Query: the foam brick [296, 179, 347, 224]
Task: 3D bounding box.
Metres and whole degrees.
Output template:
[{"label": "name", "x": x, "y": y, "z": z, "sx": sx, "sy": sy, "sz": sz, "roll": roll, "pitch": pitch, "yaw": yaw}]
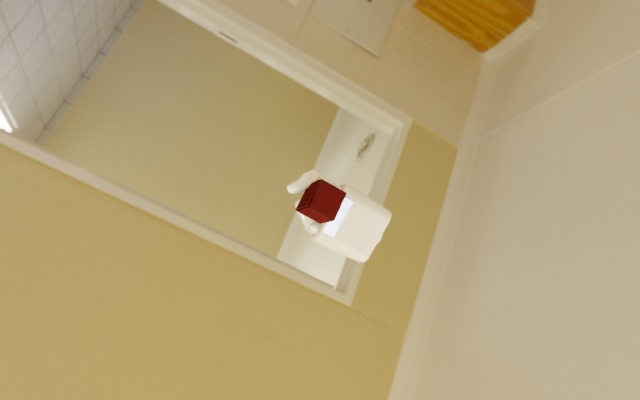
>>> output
[{"label": "foam brick", "x": 0.000, "y": 0.003, "z": 0.800, "sx": 0.051, "sy": 0.053, "sz": 0.078, "roll": 29, "pitch": -14, "yaw": -13}]
